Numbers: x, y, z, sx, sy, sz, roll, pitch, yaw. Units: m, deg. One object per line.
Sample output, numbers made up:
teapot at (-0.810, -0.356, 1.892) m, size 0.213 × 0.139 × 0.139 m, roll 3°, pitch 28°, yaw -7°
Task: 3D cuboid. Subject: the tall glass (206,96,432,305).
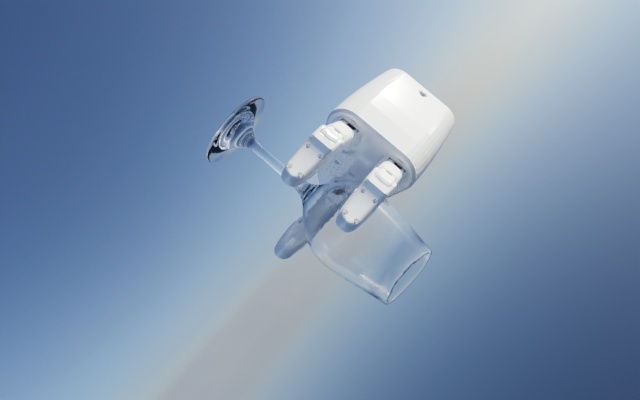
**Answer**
tall glass at (-0.001, 0.001, 0.417) m, size 0.201 × 0.079 × 0.079 m, roll 41°, pitch 4°, yaw 5°
